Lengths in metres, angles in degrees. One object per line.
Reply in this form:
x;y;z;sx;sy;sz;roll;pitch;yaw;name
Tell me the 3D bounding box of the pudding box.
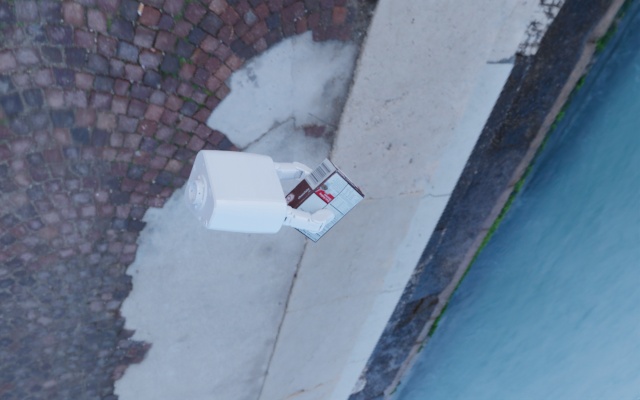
0.000;0.002;0.734;0.090;0.113;0.039;39;12;-47;pudding box
